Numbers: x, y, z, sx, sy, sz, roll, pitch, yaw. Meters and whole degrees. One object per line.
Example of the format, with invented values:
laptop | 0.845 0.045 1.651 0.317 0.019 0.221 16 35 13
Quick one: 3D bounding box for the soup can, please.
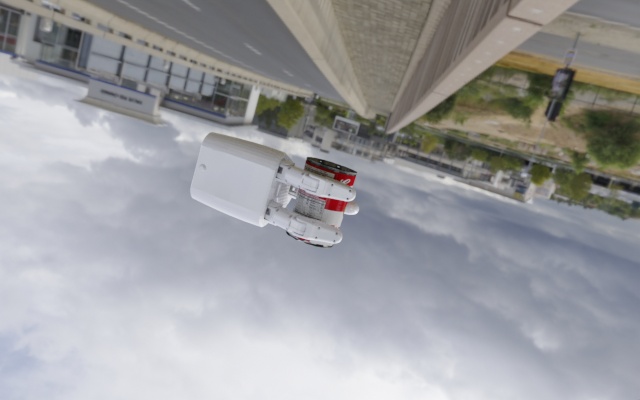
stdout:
soup can | 0.001 0.002 0.616 0.068 0.102 0.068 17 10 -3
